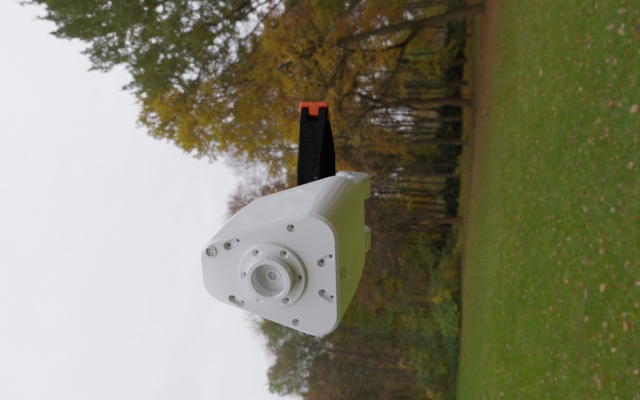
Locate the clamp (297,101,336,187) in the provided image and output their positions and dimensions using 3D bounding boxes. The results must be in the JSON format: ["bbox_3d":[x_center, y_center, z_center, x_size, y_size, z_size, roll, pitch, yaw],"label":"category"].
[{"bbox_3d":[-0.001,0.001,0.503,0.036,0.210,0.164,1,15,10],"label":"clamp"}]
